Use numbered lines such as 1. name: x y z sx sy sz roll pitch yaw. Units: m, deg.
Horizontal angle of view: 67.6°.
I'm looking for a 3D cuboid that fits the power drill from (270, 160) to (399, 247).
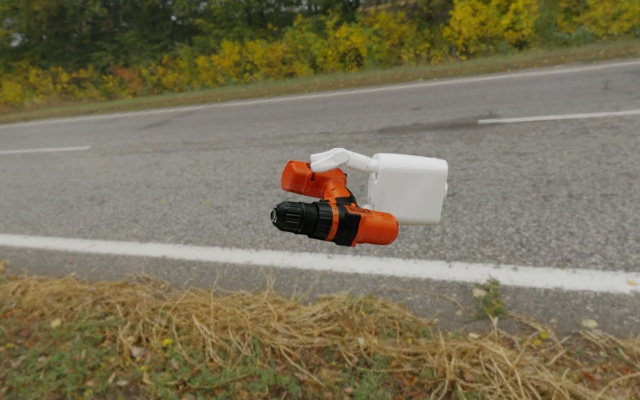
1. power drill: 0.000 0.002 0.698 0.184 0.057 0.187 10 23 -24
